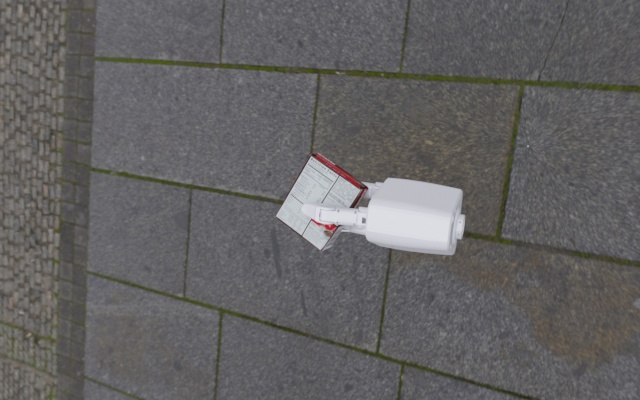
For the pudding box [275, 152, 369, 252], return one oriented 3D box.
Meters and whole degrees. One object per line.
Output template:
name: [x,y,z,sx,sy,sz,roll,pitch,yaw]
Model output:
pudding box: [0.000,0.002,0.676,0.090,0.113,0.039,37,18,14]
